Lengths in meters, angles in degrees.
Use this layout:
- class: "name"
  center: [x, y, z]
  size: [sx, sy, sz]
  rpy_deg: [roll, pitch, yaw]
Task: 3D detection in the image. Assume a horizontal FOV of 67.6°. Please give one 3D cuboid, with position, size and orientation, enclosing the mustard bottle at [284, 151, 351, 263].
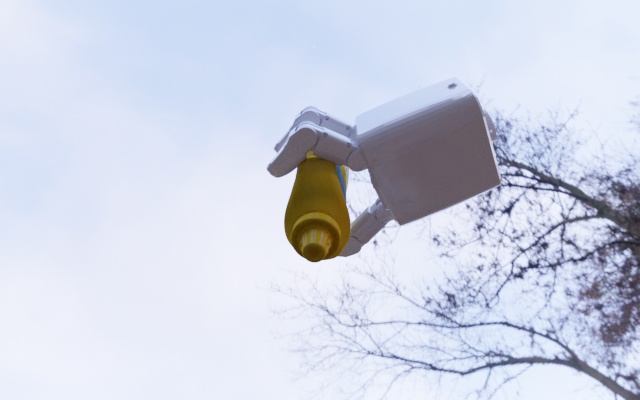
- class: "mustard bottle"
  center: [0.000, 0.001, 0.455]
  size: [0.058, 0.096, 0.191]
  rpy_deg: [0, 25, 2]
